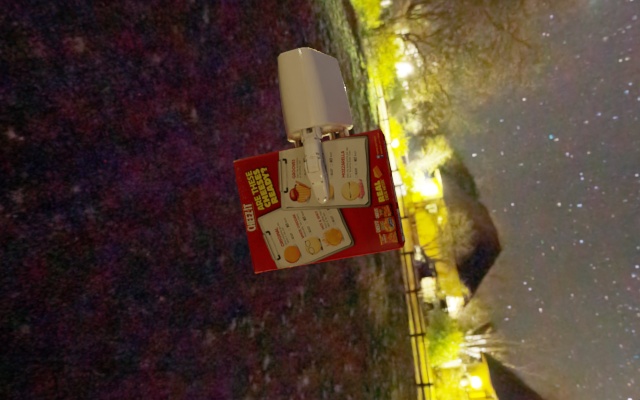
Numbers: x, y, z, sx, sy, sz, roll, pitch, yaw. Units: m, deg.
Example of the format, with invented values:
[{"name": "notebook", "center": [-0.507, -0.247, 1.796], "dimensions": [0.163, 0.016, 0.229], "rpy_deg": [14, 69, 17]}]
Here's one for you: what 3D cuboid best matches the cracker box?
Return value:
[{"name": "cracker box", "center": [0.000, 0.002, 0.679], "dimensions": [0.214, 0.164, 0.072], "rpy_deg": [-11, -1, 12]}]
